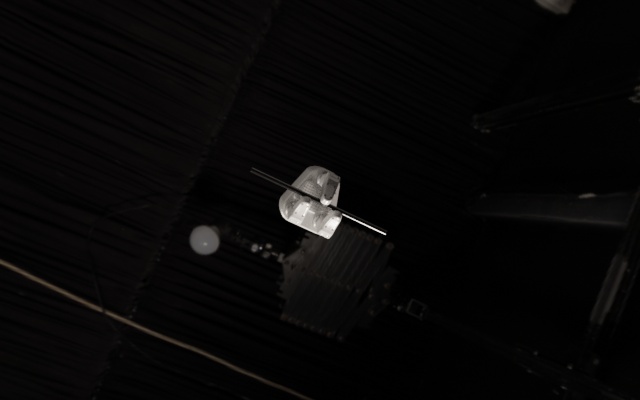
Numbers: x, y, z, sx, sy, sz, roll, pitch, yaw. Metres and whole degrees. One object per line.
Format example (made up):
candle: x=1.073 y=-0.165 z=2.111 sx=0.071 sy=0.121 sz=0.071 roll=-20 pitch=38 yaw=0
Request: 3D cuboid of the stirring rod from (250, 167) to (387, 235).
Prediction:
stirring rod: x=0.000 y=0.002 z=0.759 sx=0.239 sy=0.011 sz=0.011 roll=25 pitch=-5 yaw=-11
